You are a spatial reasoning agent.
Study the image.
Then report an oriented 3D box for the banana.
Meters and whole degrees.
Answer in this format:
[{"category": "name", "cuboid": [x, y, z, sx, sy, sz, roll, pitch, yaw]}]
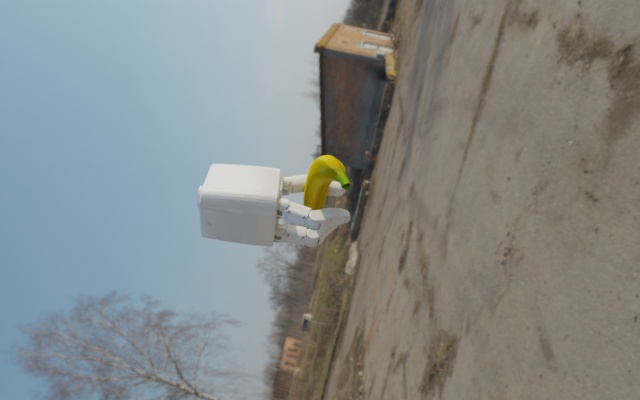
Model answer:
[{"category": "banana", "cuboid": [0.000, -0.017, 0.684, 0.037, 0.069, 0.198, 0, -19, -12]}]
